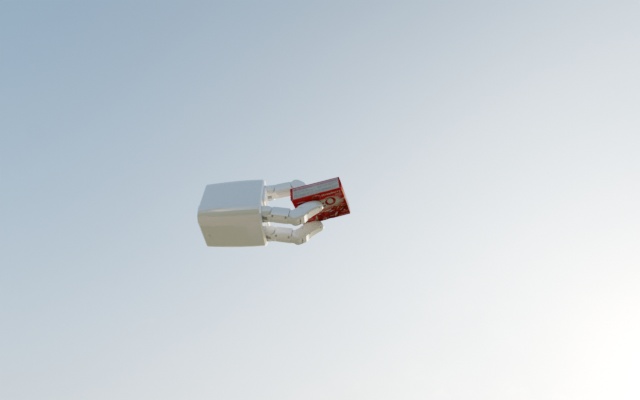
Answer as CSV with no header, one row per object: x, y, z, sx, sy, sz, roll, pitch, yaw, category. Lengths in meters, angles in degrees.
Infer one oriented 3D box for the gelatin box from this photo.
0.000,0.002,0.819,0.089,0.030,0.073,-15,-42,8,gelatin box
